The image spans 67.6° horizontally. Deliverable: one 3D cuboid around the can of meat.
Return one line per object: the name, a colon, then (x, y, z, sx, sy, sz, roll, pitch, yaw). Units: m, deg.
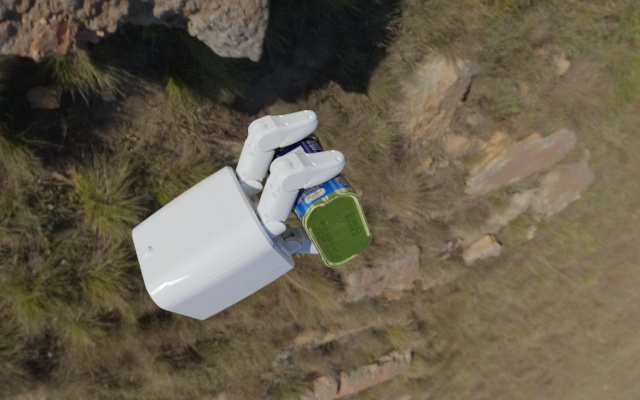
can of meat: (0.000, 0.002, 0.439, 0.057, 0.084, 0.102, -31, -39, -4)
